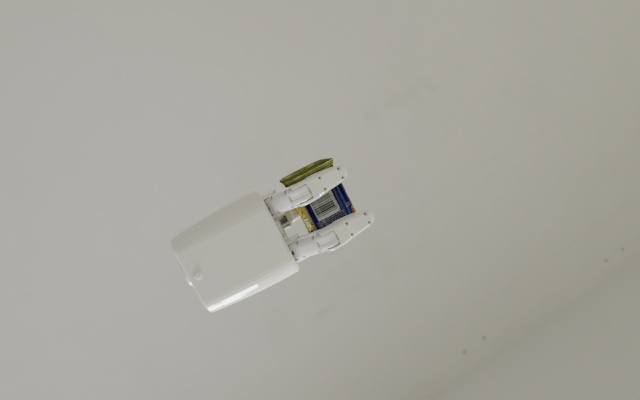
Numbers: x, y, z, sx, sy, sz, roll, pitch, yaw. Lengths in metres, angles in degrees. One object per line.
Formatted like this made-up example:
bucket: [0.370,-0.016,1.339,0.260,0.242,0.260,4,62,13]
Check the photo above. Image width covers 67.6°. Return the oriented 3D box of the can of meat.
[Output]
can of meat: [0.000,0.002,0.547,0.057,0.084,0.102,-28,8,-8]
